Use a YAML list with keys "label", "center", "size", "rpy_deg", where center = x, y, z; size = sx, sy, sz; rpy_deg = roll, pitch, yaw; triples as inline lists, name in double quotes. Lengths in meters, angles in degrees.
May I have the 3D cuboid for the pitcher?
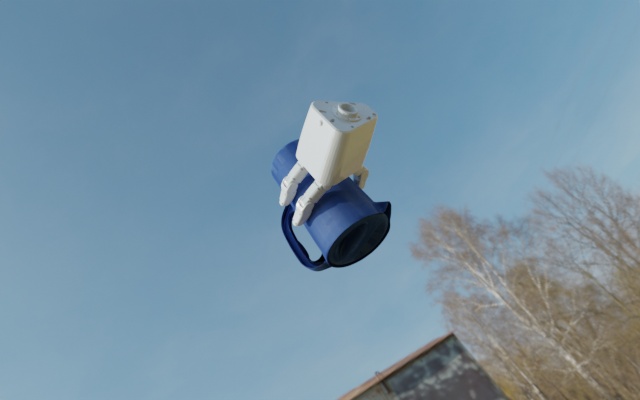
- label: "pitcher"
  center: [0.000, 0.003, 0.882]
  size: [0.149, 0.145, 0.242]
  rpy_deg: [-15, 50, -32]
